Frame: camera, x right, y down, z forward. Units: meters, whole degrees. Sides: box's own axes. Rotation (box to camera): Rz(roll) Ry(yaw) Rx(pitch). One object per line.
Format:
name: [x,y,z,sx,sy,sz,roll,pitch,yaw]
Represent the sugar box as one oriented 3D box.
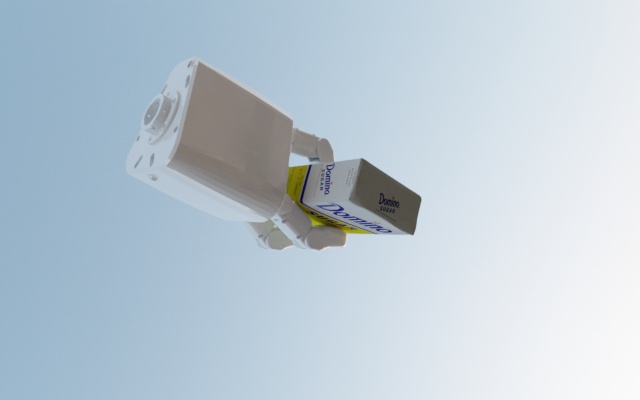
sugar box: [0.000,0.002,0.475,0.093,0.048,0.176,27,-18,-39]
